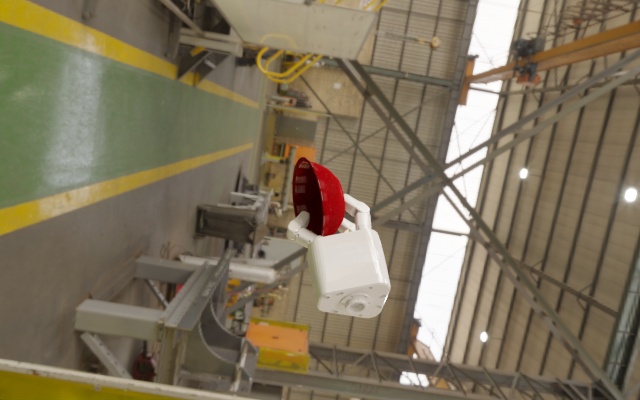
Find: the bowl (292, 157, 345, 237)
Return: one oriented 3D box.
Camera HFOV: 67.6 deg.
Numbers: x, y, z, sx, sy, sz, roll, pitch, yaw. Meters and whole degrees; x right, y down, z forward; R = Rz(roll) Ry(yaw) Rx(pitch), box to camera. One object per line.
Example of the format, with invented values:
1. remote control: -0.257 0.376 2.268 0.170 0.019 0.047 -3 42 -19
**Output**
1. bowl: 0.000 0.002 0.833 0.055 0.162 0.162 -8 3 -20
